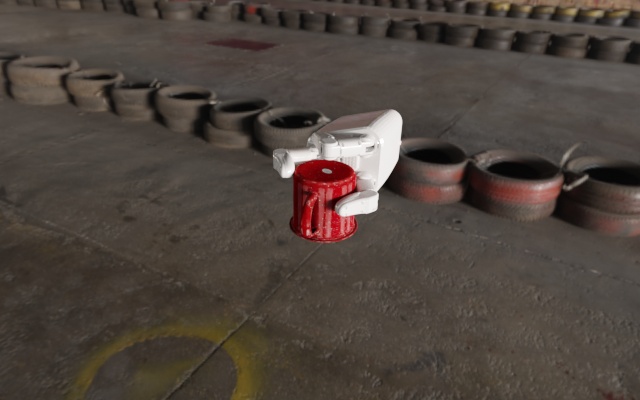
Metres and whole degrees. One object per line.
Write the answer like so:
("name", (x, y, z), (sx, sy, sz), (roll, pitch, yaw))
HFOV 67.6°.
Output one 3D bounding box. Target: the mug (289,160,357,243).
("mug", (-0.001, 0.002, 0.620), (0.093, 0.081, 0.117), (12, 30, 19))
